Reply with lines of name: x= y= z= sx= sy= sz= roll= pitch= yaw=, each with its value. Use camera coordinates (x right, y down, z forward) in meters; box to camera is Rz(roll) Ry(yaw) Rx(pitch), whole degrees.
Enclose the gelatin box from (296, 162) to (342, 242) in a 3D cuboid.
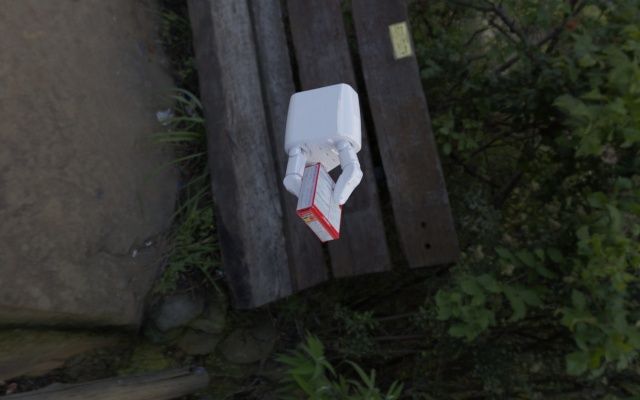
gelatin box: x=0.000 y=0.002 z=0.677 sx=0.030 sy=0.089 sz=0.073 roll=-17 pitch=-47 yaw=25
